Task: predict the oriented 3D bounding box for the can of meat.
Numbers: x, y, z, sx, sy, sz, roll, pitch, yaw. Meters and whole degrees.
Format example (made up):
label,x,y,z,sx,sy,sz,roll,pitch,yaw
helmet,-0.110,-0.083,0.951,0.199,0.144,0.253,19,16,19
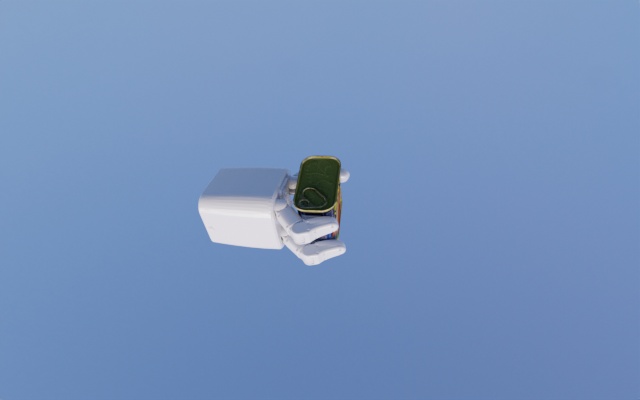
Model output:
label,x,y,z,sx,sy,sz,roll,pitch,yaw
can of meat,0.000,0.002,0.669,0.057,0.102,0.084,2,-41,8
